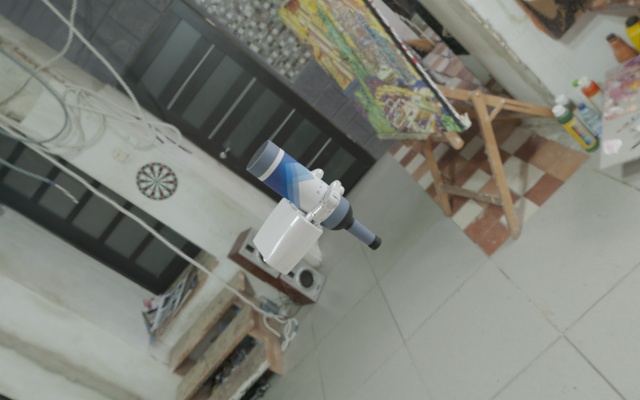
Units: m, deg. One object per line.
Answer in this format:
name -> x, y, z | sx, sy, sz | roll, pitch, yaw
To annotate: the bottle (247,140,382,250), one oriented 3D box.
bottle -> 0.000, 0.003, 0.892 | 0.296, 0.069, 0.069 | 37, -14, -19
